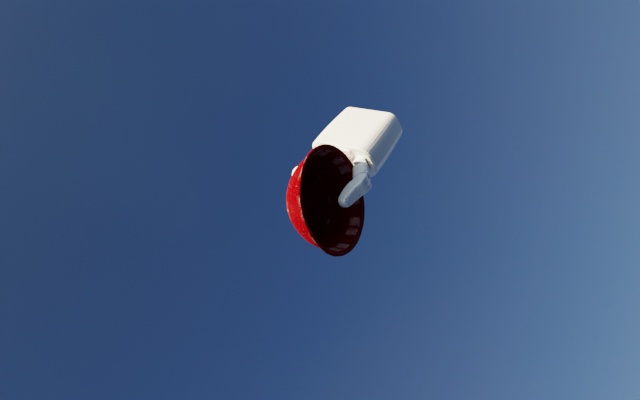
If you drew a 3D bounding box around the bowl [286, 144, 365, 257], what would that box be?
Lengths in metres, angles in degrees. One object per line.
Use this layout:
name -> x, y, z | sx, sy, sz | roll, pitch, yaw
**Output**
bowl -> -0.001, 0.003, 0.694 | 0.055, 0.162, 0.162 | -9, -5, 35
